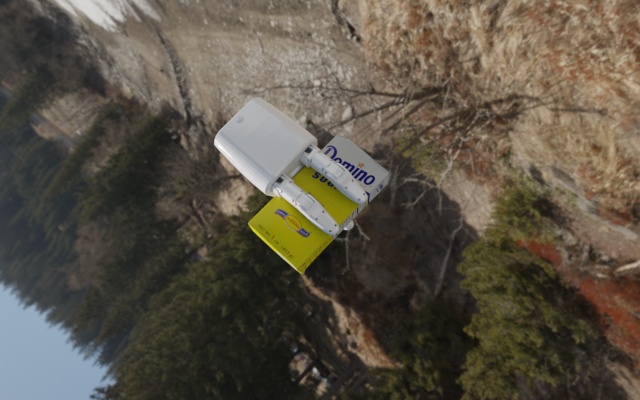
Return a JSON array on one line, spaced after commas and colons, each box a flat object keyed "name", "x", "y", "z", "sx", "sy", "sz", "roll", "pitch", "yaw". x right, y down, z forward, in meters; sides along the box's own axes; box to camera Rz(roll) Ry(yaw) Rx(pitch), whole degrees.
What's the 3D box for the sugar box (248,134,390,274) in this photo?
[{"name": "sugar box", "x": 0.000, "y": 0.002, "z": 0.635, "sx": 0.093, "sy": 0.176, "sz": 0.048, "roll": 40, "pitch": -9, "yaw": 15}]
